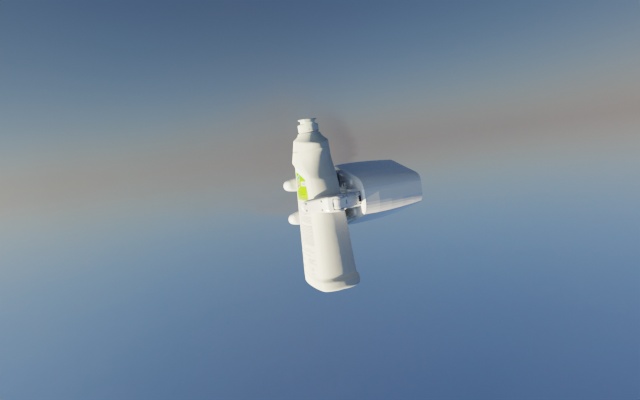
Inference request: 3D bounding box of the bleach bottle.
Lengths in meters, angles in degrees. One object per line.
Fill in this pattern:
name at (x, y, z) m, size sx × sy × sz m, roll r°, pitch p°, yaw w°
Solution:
bleach bottle at (0.000, 0.002, 0.720) m, size 0.068 × 0.251 × 0.102 m, roll -10°, pitch 7°, yaw -21°
